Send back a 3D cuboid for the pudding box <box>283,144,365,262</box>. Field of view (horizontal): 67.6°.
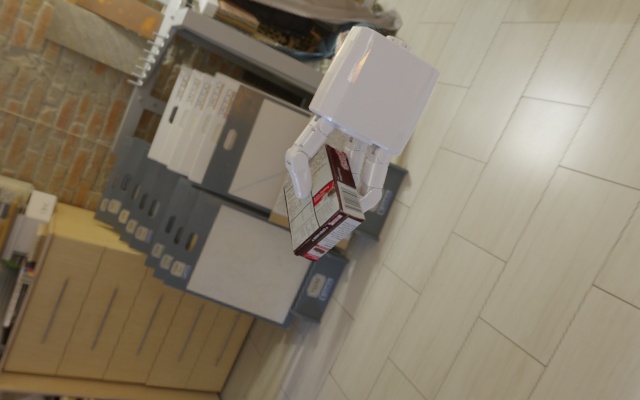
[{"bbox_3d":[0.000,0.002,0.569,0.039,0.113,0.090,24,-53,-32],"label":"pudding box"}]
